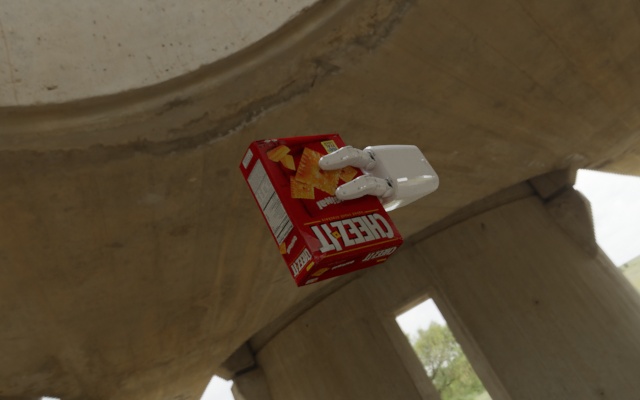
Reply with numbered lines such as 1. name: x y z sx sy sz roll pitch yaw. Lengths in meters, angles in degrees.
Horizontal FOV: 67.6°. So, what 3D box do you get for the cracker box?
1. cracker box: 0.000 0.002 0.703 0.164 0.213 0.072 -10 -31 -36
